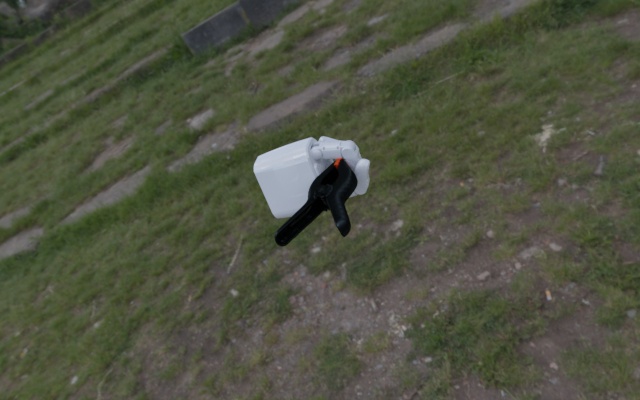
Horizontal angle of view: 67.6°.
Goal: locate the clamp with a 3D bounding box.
[{"bbox_3d":[0.000,0.002,0.695,0.120,0.039,0.171,-12,33,23],"label":"clamp"}]
